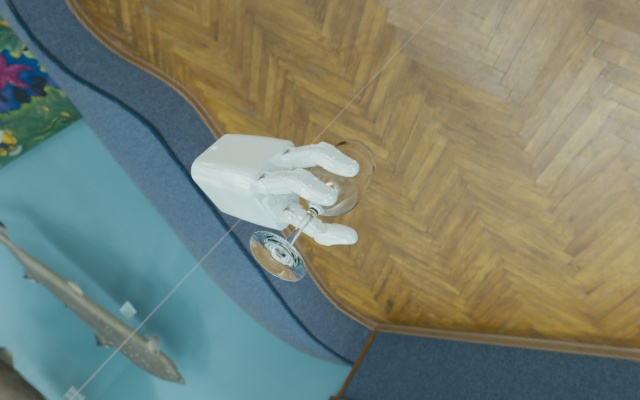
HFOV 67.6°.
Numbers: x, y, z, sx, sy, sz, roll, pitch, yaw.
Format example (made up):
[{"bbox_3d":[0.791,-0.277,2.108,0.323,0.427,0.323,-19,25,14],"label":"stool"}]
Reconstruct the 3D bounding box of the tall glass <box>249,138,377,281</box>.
[{"bbox_3d":[0.000,0.002,0.588,0.079,0.079,0.201,0,38,39],"label":"tall glass"}]
